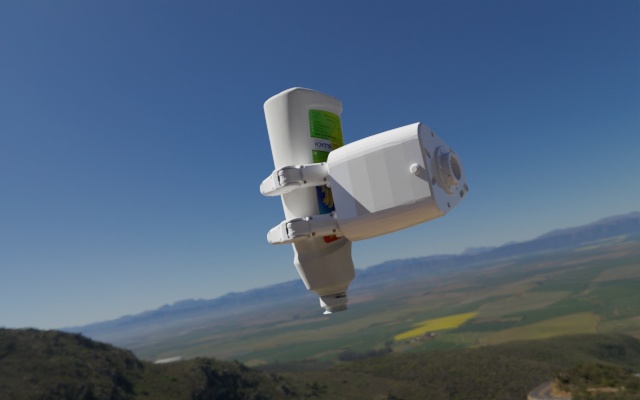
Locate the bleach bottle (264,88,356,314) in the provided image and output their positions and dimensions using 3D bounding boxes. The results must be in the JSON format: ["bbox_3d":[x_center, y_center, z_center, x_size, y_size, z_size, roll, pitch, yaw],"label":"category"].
[{"bbox_3d":[0.000,0.002,0.556,0.068,0.250,0.102,-17,-11,35],"label":"bleach bottle"}]
